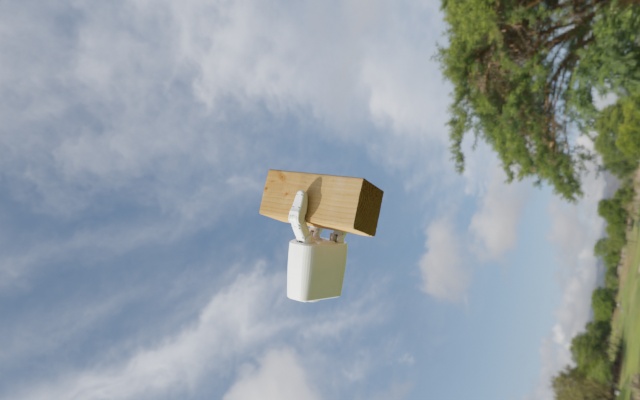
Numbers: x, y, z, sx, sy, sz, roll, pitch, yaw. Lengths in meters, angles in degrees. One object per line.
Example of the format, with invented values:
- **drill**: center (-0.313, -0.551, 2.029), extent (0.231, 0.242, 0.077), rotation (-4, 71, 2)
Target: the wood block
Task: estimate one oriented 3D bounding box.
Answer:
- **wood block**: center (0.000, 0.003, 0.889), extent (0.206, 0.090, 0.091), rotation (7, -9, 32)
